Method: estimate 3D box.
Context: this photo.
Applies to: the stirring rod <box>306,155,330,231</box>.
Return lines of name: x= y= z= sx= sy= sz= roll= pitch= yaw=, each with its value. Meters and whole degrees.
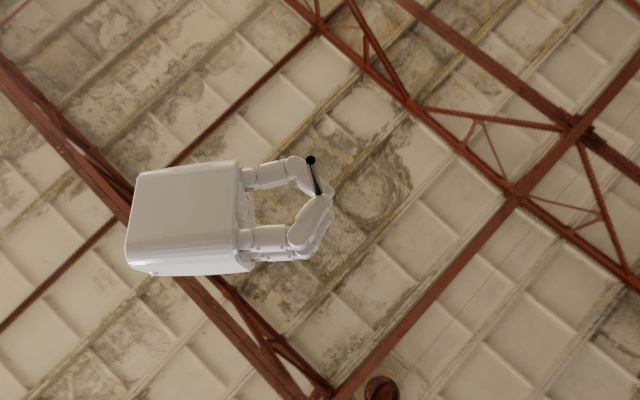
stirring rod: x=0.000 y=0.002 z=0.489 sx=0.011 sy=0.011 sz=0.239 roll=0 pitch=-16 yaw=4
